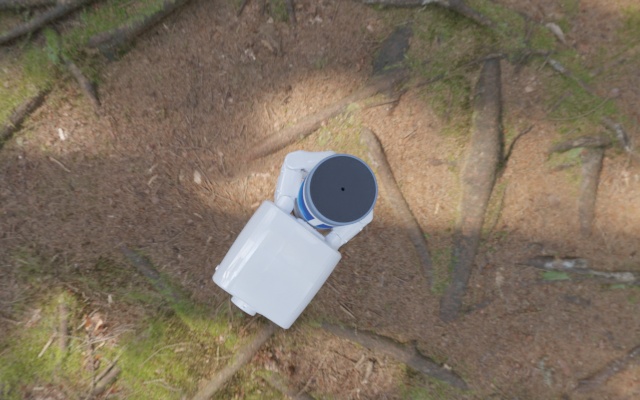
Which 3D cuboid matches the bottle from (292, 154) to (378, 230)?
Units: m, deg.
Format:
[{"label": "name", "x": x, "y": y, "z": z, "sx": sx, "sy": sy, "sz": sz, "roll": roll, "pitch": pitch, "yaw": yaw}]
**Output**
[{"label": "bottle", "x": 0.000, "y": 0.002, "z": 0.581, "sx": 0.069, "sy": 0.069, "sz": 0.296, "roll": 0, "pitch": -5, "yaw": -8}]
